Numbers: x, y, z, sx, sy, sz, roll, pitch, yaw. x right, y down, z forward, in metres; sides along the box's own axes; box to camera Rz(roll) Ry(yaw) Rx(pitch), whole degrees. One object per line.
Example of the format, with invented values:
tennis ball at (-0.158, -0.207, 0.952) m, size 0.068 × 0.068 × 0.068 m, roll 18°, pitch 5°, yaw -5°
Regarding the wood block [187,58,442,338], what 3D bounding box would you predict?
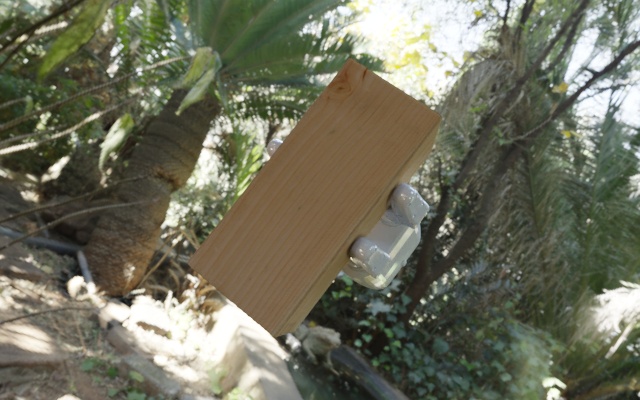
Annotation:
wood block at (0.000, 0.001, 0.401) m, size 0.091 × 0.206 × 0.090 m, roll 36°, pitch -5°, yaw 13°
